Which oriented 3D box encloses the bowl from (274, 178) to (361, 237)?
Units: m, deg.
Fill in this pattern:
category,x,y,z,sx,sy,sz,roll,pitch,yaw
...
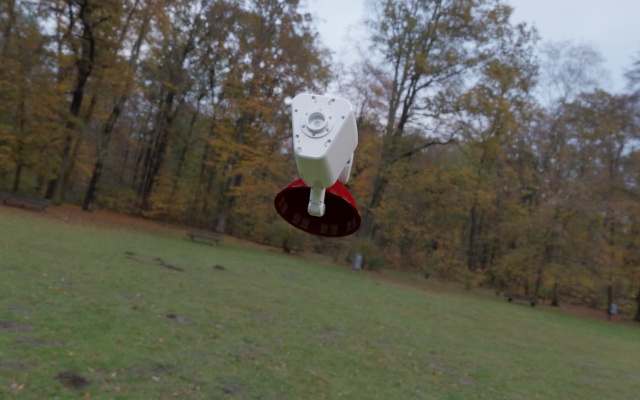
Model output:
category,x,y,z,sx,sy,sz,roll,pitch,yaw
bowl,0.000,0.003,0.871,0.162,0.055,0.162,12,-33,8
